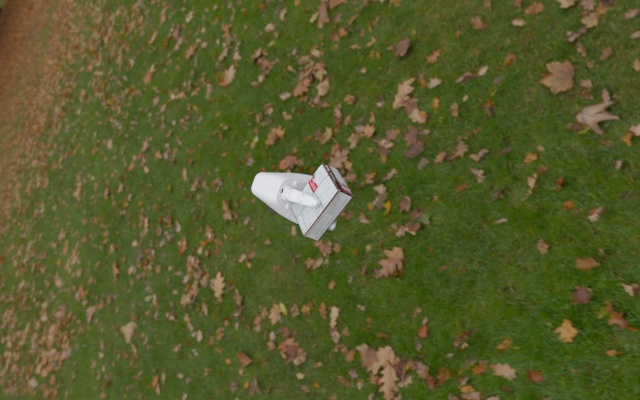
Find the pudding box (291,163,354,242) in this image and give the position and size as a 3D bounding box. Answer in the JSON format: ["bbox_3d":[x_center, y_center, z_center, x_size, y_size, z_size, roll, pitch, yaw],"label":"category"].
[{"bbox_3d":[0.000,0.003,0.859,0.039,0.113,0.090,20,27,-35],"label":"pudding box"}]
